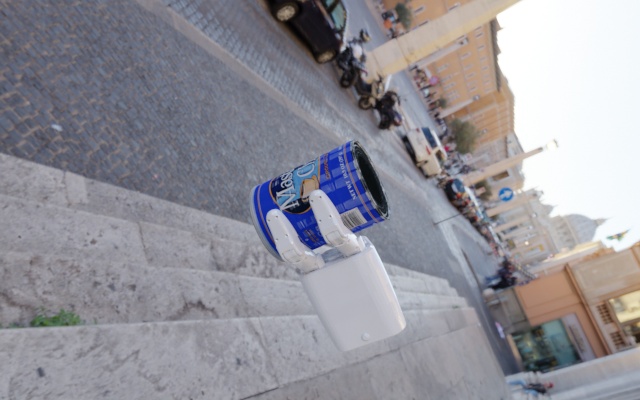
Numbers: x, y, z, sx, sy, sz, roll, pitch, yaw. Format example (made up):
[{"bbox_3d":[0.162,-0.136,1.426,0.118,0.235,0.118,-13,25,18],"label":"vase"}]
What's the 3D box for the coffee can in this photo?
[{"bbox_3d":[0.000,0.002,0.577,0.140,0.103,0.103,-24,-8,17],"label":"coffee can"}]
